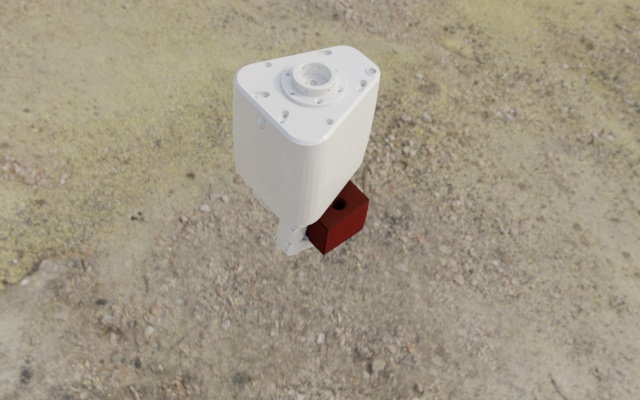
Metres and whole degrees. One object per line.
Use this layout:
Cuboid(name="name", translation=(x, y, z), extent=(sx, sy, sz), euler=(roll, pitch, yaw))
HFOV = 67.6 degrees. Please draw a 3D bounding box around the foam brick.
Cuboid(name="foam brick", translation=(0.000, 0.002, 0.455), extent=(0.053, 0.078, 0.051), euler=(-34, -23, -24))
